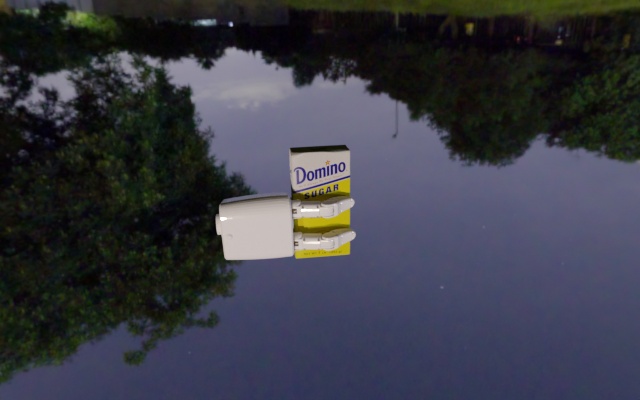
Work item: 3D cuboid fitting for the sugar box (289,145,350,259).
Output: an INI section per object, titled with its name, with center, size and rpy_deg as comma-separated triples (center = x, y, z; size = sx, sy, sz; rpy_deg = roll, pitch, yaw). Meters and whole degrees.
[sugar box]
center = 0.000, 0.003, 0.763
size = 0.093, 0.176, 0.048
rpy_deg = -5, 22, -7
